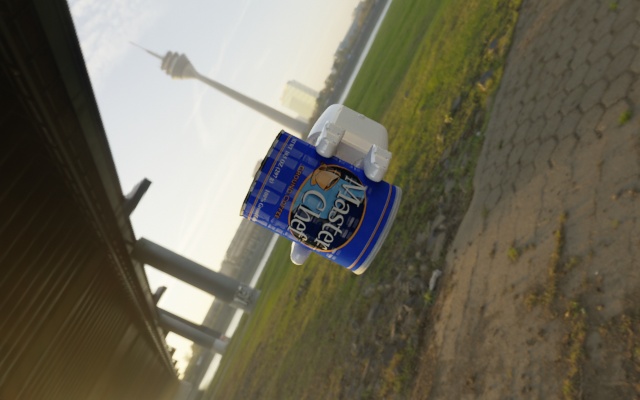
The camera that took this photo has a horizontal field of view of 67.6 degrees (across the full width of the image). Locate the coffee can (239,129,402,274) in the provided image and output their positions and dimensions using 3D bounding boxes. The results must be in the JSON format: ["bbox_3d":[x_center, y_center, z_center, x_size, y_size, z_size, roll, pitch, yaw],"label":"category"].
[{"bbox_3d":[0.000,0.002,0.504,0.140,0.103,0.103,26,-2,-3],"label":"coffee can"}]
